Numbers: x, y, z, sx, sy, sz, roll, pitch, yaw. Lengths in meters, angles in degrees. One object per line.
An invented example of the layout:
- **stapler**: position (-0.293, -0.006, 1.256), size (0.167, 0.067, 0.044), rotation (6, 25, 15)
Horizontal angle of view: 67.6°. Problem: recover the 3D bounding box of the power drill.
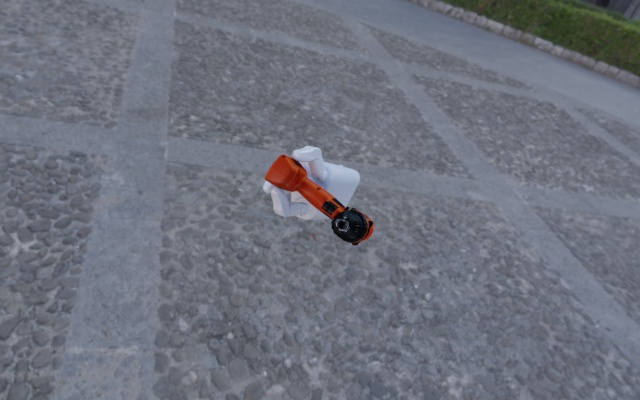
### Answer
- **power drill**: position (0.000, 0.002, 0.778), size (0.187, 0.057, 0.184), rotation (39, 3, 14)
